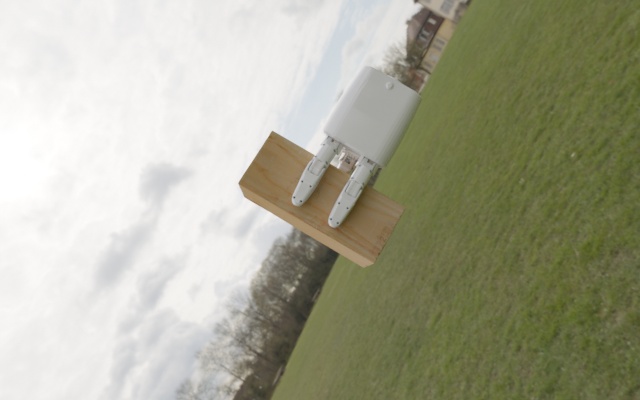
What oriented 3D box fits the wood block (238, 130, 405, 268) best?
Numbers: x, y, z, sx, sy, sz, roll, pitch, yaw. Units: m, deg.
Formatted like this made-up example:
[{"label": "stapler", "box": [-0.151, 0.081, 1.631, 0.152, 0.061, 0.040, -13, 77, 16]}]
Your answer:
[{"label": "wood block", "box": [0.000, 0.002, 0.669, 0.206, 0.090, 0.091, 30, -11, 3]}]
